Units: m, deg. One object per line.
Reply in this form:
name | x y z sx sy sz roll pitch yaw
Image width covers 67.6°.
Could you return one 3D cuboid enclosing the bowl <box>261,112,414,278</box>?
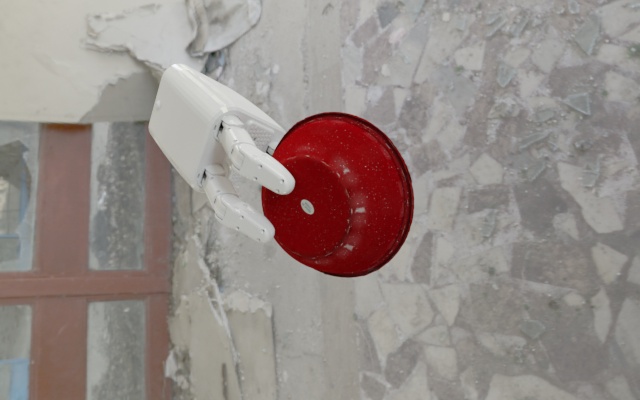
bowl | 0.001 0.002 0.436 0.162 0.162 0.055 0 11 31
